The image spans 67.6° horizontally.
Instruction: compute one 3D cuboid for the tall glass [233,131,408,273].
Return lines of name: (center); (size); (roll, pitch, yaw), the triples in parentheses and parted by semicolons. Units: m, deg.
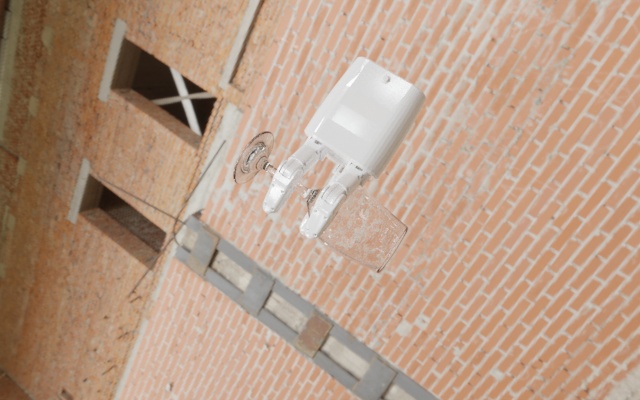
tall glass: (-0.001, 0.002, 0.551); (0.201, 0.079, 0.079); (34, 9, 14)
